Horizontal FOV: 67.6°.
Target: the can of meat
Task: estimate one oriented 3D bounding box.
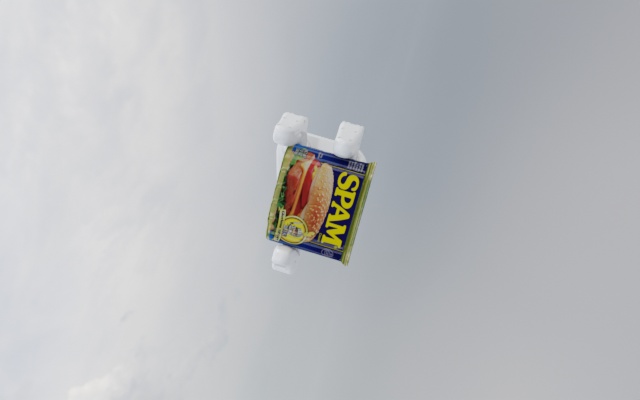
[{"bbox_3d":[0.000,0.002,0.459,0.084,0.102,0.057,16,6,6],"label":"can of meat"}]
